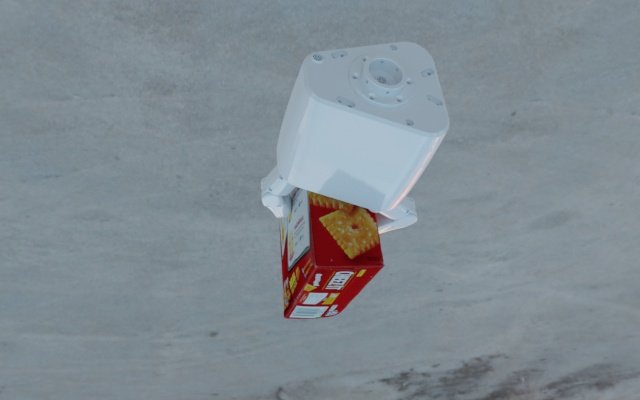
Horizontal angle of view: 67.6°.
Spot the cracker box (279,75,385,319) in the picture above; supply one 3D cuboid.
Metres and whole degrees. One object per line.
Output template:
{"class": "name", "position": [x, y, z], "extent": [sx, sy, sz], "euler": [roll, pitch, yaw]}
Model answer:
{"class": "cracker box", "position": [0.000, 0.002, 0.516], "extent": [0.072, 0.213, 0.164], "euler": [2, -29, -13]}
